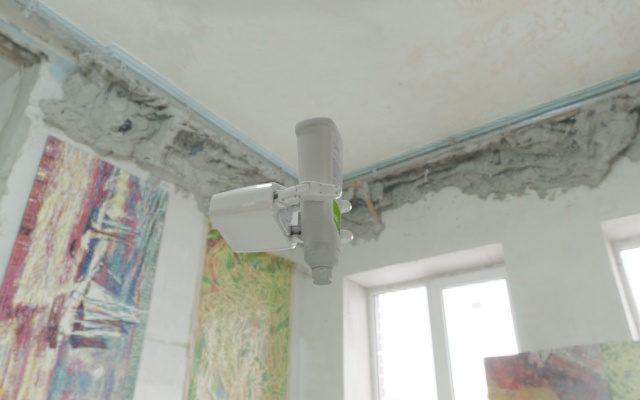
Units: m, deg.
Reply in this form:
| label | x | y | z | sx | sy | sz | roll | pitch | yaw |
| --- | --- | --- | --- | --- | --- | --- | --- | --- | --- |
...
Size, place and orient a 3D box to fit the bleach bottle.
| label | x | y | z | sx | sy | sz | roll | pitch | yaw |
| --- | --- | --- | --- | --- | --- | --- | --- | --- | --- |
| bleach bottle | 0.000 | 0.002 | 0.734 | 0.068 | 0.250 | 0.103 | -8 | -28 | 16 |
